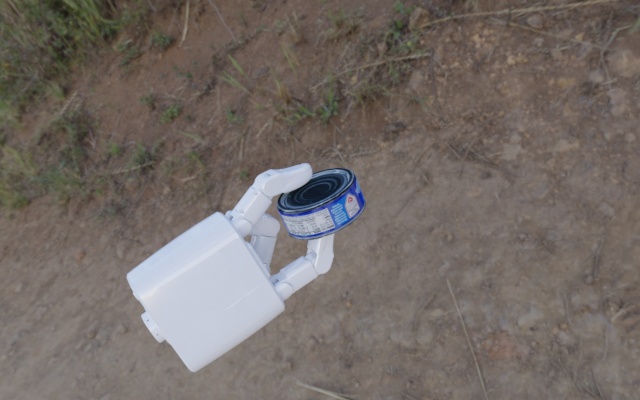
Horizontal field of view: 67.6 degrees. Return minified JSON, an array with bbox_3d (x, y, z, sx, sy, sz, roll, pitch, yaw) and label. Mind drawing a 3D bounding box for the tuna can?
[{"bbox_3d":[0.000,0.001,0.479,0.086,0.034,0.086,-19,24,9],"label":"tuna can"}]
